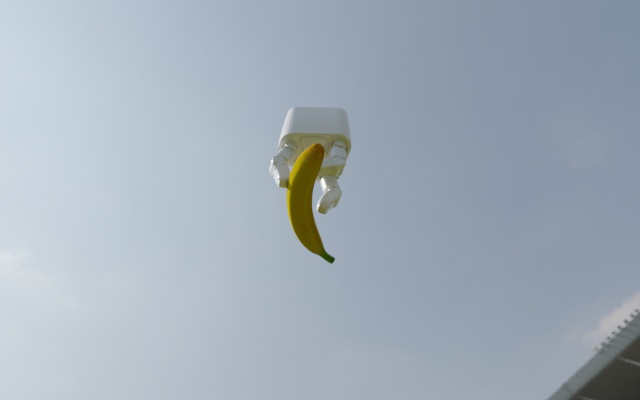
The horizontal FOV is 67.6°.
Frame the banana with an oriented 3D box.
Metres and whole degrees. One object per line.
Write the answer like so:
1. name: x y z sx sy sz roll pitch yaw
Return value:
1. banana: -0.017 0.004 0.687 0.069 0.198 0.037 5 35 18
